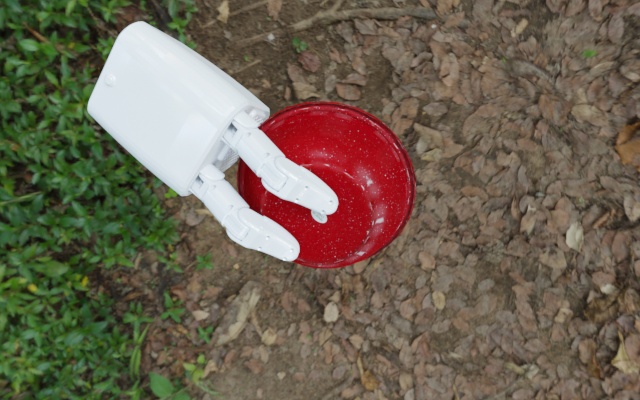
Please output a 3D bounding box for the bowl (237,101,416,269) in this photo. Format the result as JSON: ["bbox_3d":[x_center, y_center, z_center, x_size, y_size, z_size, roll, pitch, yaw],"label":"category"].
[{"bbox_3d":[0.001,0.002,0.407,0.162,0.162,0.055,0,26,9],"label":"bowl"}]
